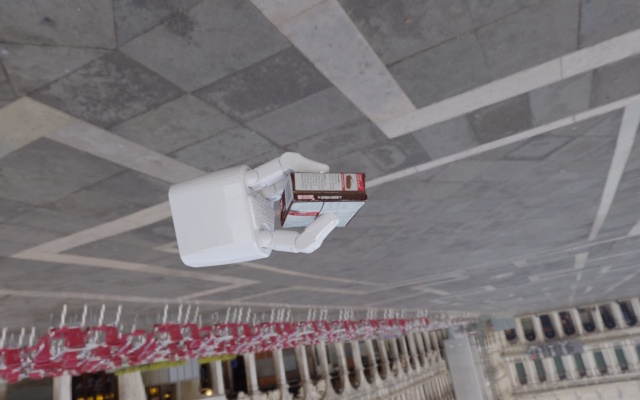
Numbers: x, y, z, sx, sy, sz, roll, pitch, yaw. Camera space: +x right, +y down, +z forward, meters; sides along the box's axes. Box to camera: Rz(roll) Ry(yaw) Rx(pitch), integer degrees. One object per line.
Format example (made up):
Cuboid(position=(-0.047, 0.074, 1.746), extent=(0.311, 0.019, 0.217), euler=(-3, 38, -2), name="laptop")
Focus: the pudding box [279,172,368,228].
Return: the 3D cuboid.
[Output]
Cuboid(position=(0.000, 0.002, 0.586), extent=(0.090, 0.039, 0.113), euler=(-1, -17, -12), name="pudding box")
